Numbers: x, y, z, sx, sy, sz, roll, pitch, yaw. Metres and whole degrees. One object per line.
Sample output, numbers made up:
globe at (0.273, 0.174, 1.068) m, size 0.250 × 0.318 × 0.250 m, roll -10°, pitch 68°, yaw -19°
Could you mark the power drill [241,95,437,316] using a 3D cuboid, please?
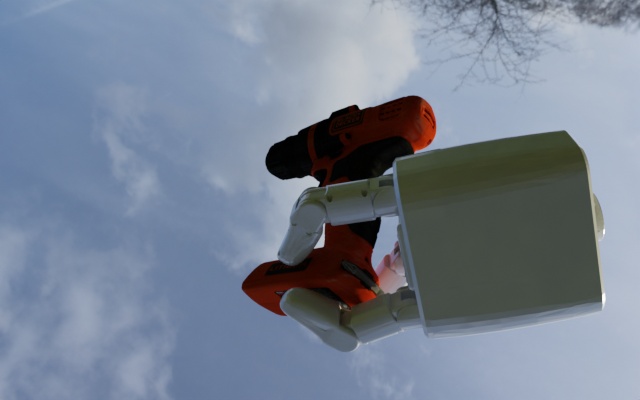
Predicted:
power drill at (0.000, 0.002, 0.406) m, size 0.184 × 0.187 × 0.057 m, roll -13°, pitch -42°, yaw 40°
